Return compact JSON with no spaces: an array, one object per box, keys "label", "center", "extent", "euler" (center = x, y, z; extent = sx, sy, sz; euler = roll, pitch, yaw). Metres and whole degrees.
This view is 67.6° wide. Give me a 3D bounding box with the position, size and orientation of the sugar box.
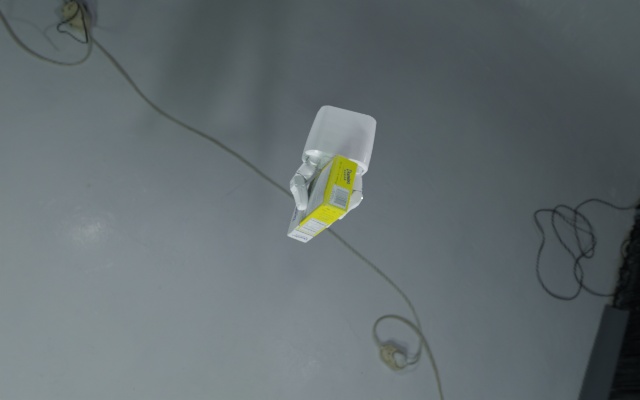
[{"label":"sugar box","center":[0.001,0.003,0.812],"extent":[0.048,0.093,0.176],"euler":[21,-26,-12]}]
